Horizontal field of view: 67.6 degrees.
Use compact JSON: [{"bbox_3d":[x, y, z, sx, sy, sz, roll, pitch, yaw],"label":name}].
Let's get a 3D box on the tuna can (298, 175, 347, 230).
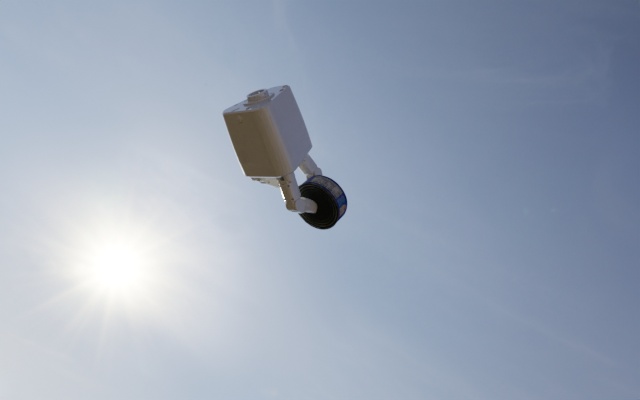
[{"bbox_3d":[0.000,0.002,0.777,0.086,0.086,0.033,0,29,36],"label":"tuna can"}]
